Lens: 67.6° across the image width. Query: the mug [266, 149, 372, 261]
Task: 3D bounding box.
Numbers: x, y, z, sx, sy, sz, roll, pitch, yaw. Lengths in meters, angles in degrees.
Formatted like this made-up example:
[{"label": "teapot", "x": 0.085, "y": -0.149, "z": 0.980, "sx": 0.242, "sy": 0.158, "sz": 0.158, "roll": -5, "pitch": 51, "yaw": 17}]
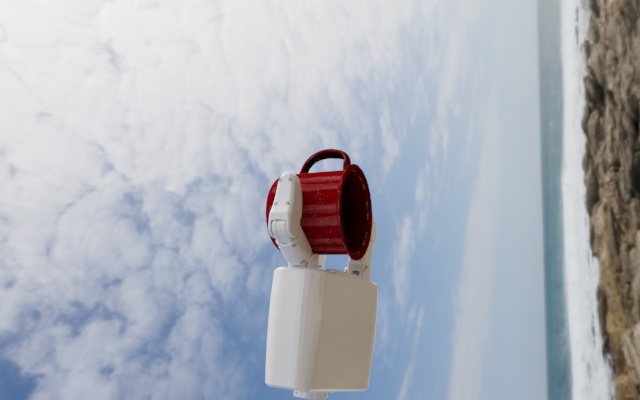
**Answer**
[{"label": "mug", "x": 0.000, "y": 0.000, "z": 0.479, "sx": 0.081, "sy": 0.117, "sz": 0.093, "roll": -3, "pitch": -21, "yaw": 24}]
